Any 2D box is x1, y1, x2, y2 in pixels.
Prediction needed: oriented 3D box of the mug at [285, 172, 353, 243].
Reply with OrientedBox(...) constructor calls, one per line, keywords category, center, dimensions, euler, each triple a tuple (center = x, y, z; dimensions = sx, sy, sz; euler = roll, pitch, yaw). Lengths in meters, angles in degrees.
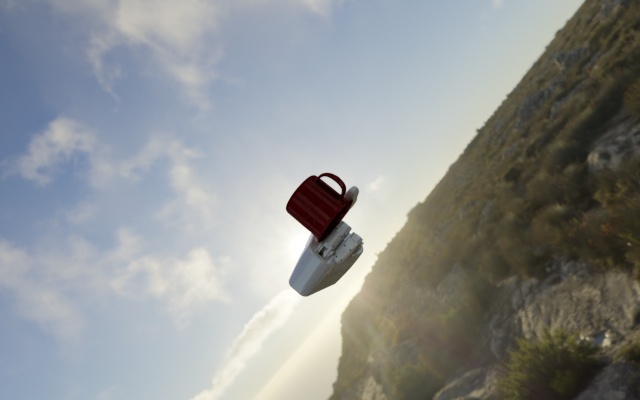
OrientedBox(category="mug", center=(0.001, 0.002, 0.802), dimensions=(0.081, 0.117, 0.093), euler=(39, 38, 10))
